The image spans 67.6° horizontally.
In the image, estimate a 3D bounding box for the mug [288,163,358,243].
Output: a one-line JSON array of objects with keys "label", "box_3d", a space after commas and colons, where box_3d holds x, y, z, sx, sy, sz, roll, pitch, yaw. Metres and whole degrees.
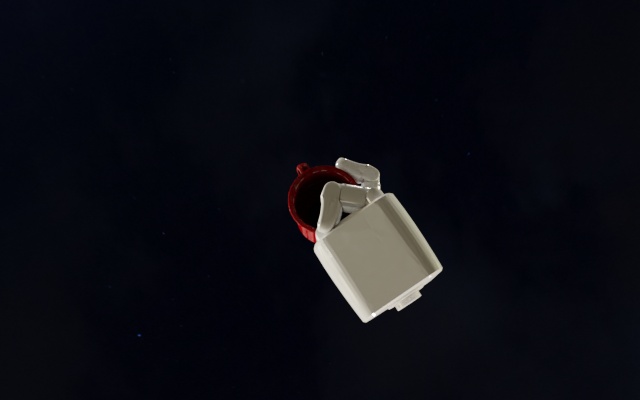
[{"label": "mug", "box_3d": [-0.001, 0.001, 0.648, 0.093, 0.117, 0.081, -31, -18, -9]}]
